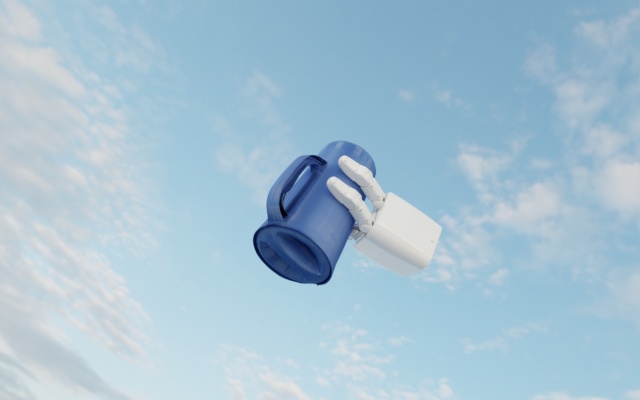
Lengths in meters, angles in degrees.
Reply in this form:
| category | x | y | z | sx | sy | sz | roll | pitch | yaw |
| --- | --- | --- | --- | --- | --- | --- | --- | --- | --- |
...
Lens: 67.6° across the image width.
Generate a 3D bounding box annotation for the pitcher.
| category | x | y | z | sx | sy | sz | roll | pitch | yaw |
| --- | --- | --- | --- | --- | --- | --- | --- | --- | --- |
| pitcher | 0.000 | 0.003 | 0.776 | 0.145 | 0.242 | 0.149 | 32 | -39 | -1 |
